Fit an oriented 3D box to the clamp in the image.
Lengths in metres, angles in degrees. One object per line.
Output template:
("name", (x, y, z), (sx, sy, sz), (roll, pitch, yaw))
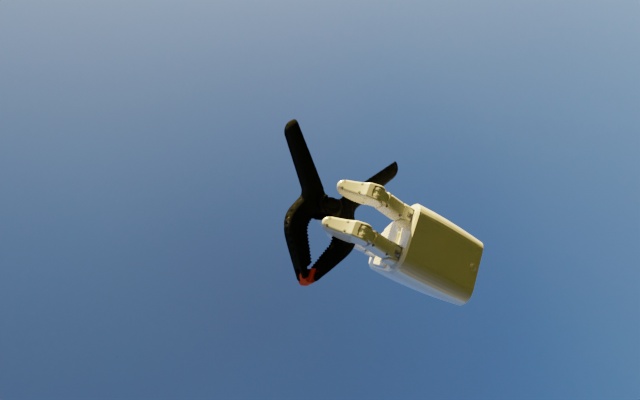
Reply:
("clamp", (0.000, 0.003, 0.606), (0.164, 0.210, 0.036), (27, -25, -9))
